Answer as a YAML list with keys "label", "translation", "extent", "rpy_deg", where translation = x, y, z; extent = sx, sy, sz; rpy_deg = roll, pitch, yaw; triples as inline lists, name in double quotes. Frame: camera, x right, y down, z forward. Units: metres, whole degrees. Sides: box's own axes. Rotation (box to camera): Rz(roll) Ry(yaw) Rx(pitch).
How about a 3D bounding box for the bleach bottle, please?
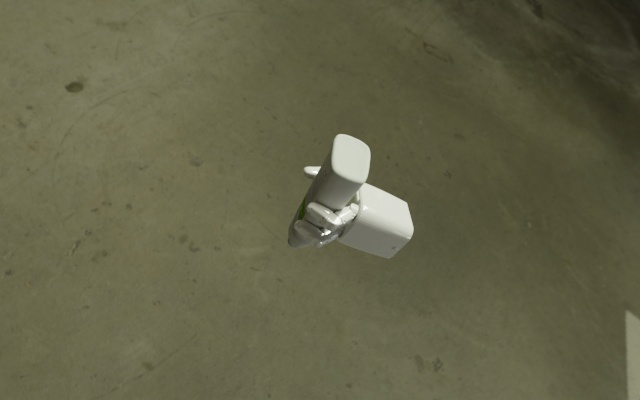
- label: "bleach bottle"
  translation: [0.000, 0.003, 0.850]
  extent: [0.068, 0.102, 0.251]
  rpy_deg: [22, -43, -13]
